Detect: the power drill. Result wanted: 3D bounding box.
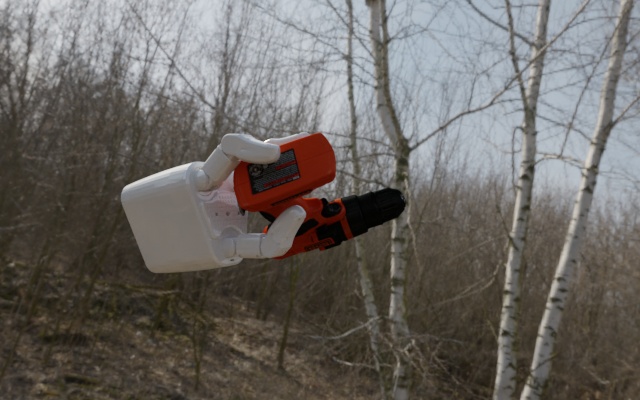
[{"bbox_3d":[0.000,0.002,0.533,0.184,0.057,0.188,-21,-28,6],"label":"power drill"}]
